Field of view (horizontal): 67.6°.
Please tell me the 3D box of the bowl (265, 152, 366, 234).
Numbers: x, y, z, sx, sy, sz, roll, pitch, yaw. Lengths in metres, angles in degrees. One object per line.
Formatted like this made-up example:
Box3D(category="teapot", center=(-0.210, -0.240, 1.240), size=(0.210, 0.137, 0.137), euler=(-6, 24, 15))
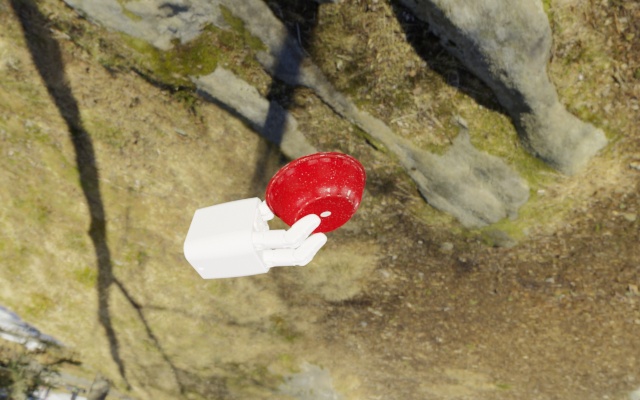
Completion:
Box3D(category="bowl", center=(0.001, 0.002, 0.725), size=(0.162, 0.055, 0.162), euler=(-12, -38, -9))
